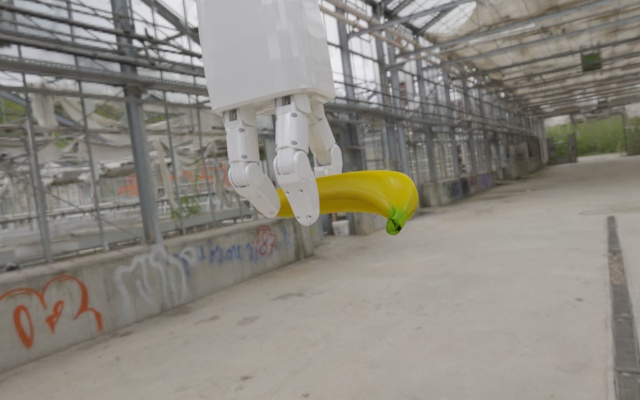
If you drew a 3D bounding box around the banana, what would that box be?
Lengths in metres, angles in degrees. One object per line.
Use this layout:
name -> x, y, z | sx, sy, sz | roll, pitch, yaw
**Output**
banana -> 0.017, -0.003, 0.411 | 0.069, 0.037, 0.198 | -17, 10, -33
